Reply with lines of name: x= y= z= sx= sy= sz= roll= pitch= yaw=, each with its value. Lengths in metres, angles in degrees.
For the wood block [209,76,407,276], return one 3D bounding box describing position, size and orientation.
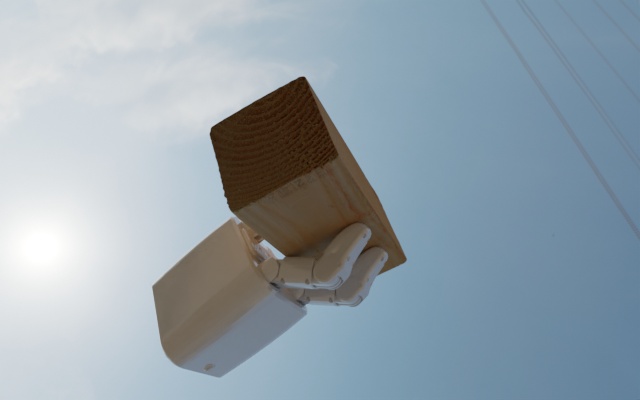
wood block: x=0.000 y=0.001 z=0.434 sx=0.090 sy=0.090 sz=0.206 roll=-27 pitch=-34 yaw=9
